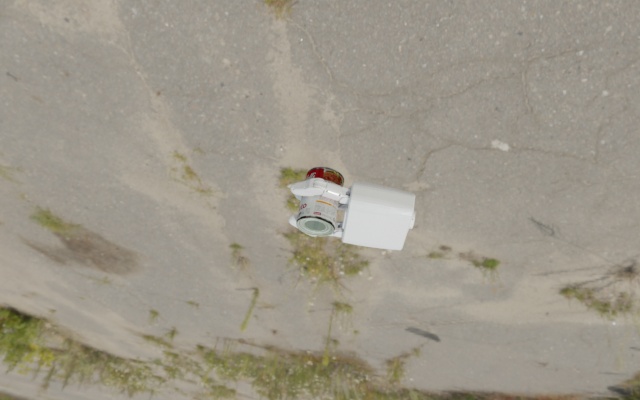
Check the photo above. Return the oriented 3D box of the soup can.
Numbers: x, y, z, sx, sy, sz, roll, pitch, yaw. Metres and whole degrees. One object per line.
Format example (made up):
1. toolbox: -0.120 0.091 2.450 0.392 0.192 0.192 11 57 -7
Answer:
1. soup can: 0.000 0.003 0.820 0.068 0.102 0.068 9 -30 5
